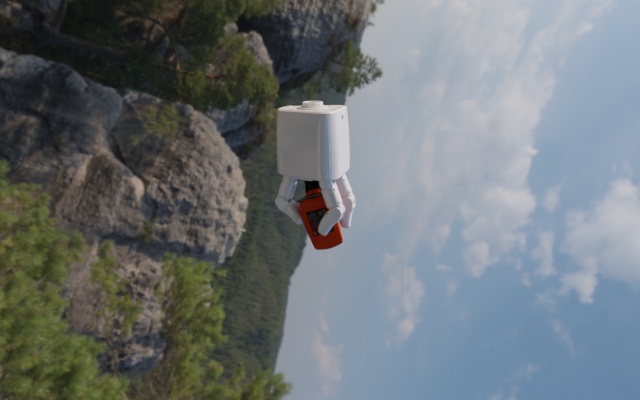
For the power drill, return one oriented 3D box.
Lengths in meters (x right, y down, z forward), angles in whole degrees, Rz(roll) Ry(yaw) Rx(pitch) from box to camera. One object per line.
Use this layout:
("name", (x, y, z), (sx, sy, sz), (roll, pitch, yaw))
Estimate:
("power drill", (0.000, 0.003, 0.871), (0.057, 0.184, 0.187), (-17, 34, 6))
